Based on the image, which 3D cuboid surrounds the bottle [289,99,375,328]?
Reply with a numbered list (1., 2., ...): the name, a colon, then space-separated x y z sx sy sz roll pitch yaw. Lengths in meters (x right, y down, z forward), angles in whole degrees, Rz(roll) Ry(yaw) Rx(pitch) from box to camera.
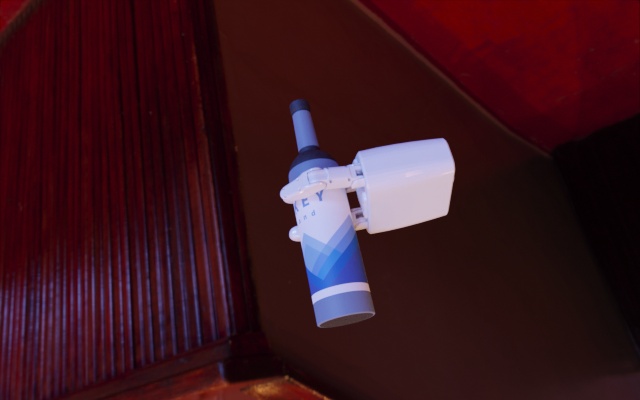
1. bottle: 0.000 0.002 0.592 0.069 0.295 0.069 -10 -23 -5
